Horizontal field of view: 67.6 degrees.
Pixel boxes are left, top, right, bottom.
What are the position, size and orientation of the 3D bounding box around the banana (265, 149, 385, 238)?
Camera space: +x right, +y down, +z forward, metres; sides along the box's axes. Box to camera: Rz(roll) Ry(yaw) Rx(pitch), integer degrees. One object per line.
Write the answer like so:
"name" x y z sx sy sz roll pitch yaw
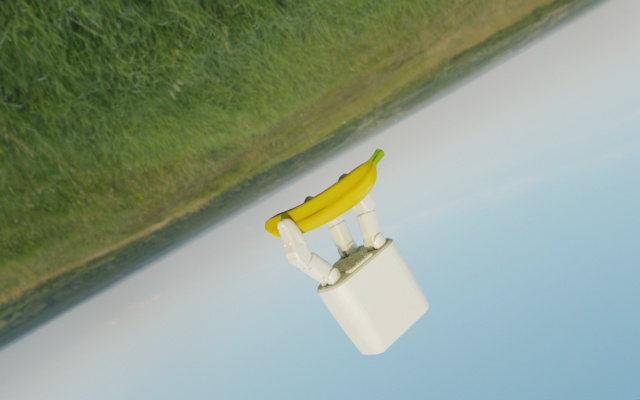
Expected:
"banana" -0.002 0.008 0.592 0.198 0.037 0.069 -31 12 26
